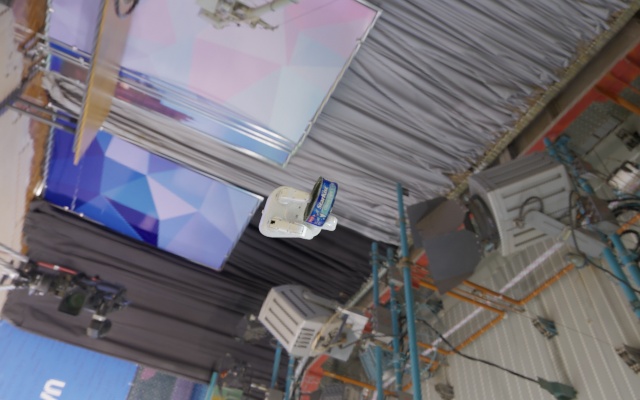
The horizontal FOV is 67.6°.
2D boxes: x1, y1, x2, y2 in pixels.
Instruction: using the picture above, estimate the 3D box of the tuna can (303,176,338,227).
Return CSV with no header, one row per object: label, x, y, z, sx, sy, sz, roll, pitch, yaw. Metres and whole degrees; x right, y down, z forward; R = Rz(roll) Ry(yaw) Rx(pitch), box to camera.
tuna can,0.001,0.003,0.845,0.034,0.086,0.086,21,-4,-9
